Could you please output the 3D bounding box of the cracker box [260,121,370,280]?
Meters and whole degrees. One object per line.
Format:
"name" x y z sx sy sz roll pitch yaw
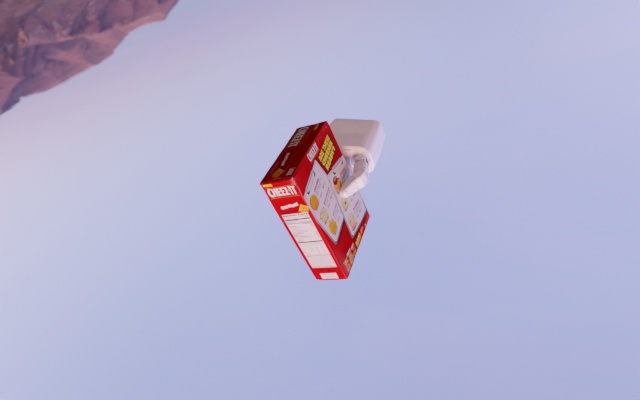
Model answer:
"cracker box" 0.000 0.003 0.803 0.072 0.214 0.164 -9 35 30
